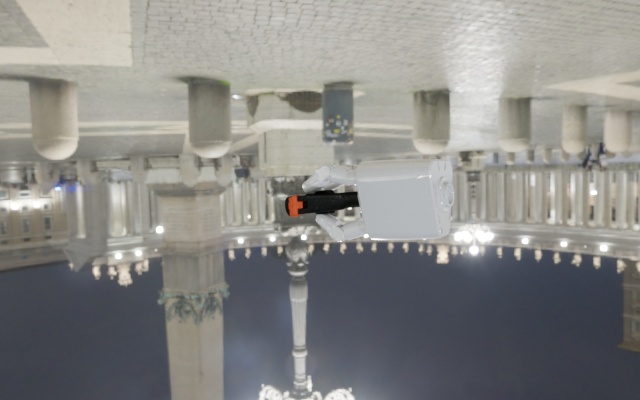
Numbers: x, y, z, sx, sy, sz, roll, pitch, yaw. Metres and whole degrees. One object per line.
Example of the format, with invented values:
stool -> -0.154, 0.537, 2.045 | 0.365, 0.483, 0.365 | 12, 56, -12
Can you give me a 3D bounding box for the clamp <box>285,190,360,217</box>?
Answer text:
clamp -> 0.000, 0.003, 0.740 | 0.164, 0.036, 0.210 | -4, 2, 33
